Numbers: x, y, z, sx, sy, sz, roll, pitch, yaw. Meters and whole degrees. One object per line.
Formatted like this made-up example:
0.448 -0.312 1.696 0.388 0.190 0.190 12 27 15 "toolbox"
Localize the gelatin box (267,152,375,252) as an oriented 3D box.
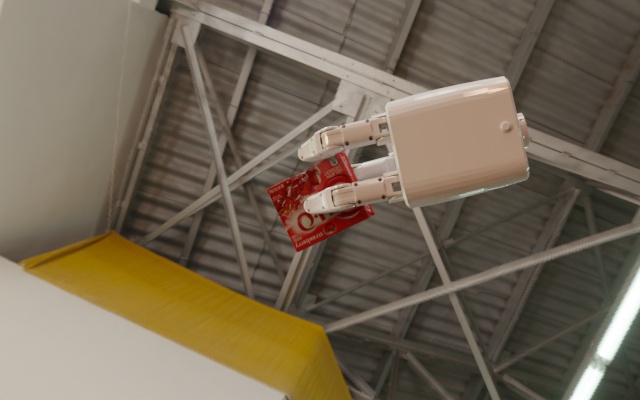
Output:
0.000 0.002 0.491 0.089 0.073 0.030 -26 -1 19 "gelatin box"
